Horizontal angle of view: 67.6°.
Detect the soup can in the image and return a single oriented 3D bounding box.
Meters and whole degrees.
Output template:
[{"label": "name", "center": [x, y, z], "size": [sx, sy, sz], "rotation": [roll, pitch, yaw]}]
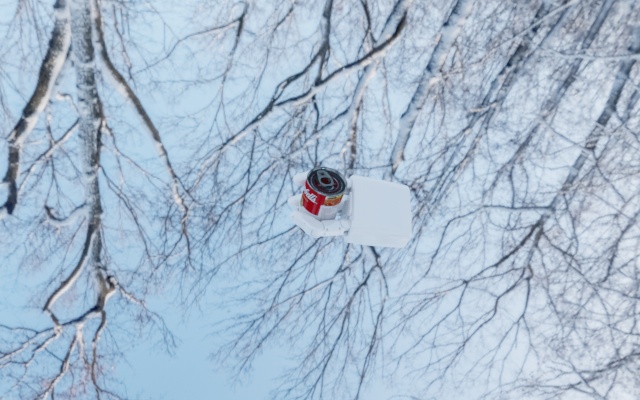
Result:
[{"label": "soup can", "center": [0.000, 0.003, 0.805], "size": [0.068, 0.068, 0.102], "rotation": [0, -44, -18]}]
